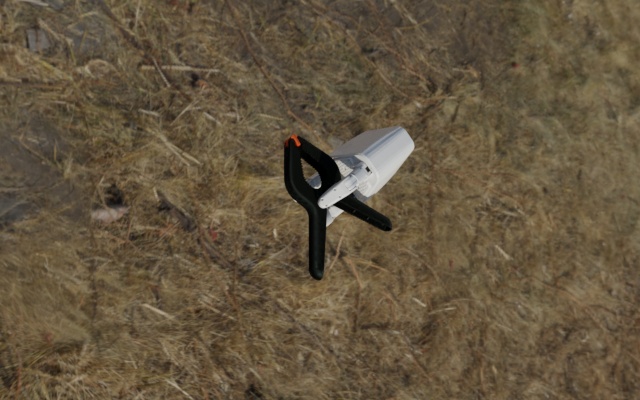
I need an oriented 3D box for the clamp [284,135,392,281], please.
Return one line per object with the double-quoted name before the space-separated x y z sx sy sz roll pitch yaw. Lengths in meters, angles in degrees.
"clamp" 0.000 0.002 0.710 0.164 0.210 0.036 -39 6 -32
